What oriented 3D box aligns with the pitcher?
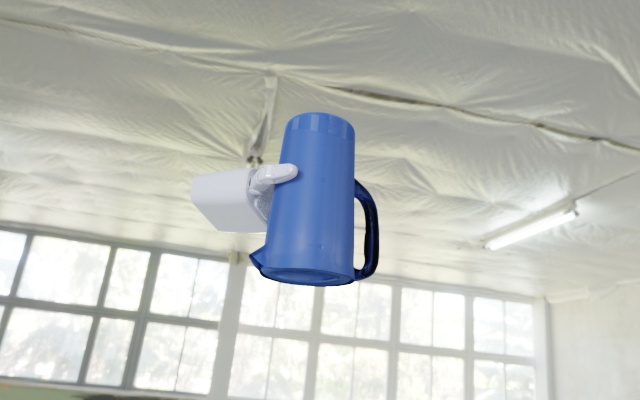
[{"bbox_3d":[0.000,0.002,0.697,0.145,0.242,0.149,-4,-22,26],"label":"pitcher"}]
